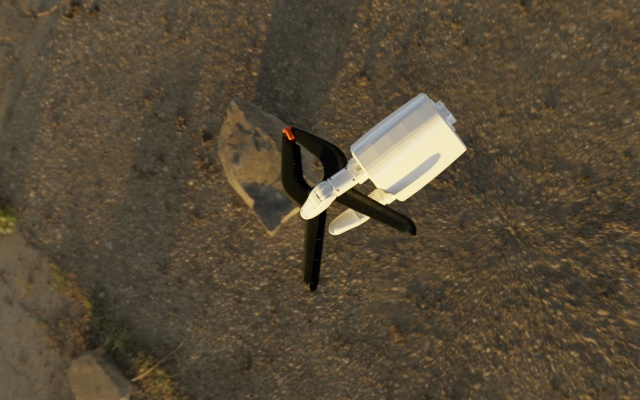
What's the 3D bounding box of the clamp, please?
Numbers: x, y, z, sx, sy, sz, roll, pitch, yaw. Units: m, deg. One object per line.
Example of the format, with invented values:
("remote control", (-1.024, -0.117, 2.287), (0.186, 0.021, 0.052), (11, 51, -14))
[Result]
("clamp", (0.000, 0.001, 0.611), (0.164, 0.210, 0.036), (-39, -16, 18))
